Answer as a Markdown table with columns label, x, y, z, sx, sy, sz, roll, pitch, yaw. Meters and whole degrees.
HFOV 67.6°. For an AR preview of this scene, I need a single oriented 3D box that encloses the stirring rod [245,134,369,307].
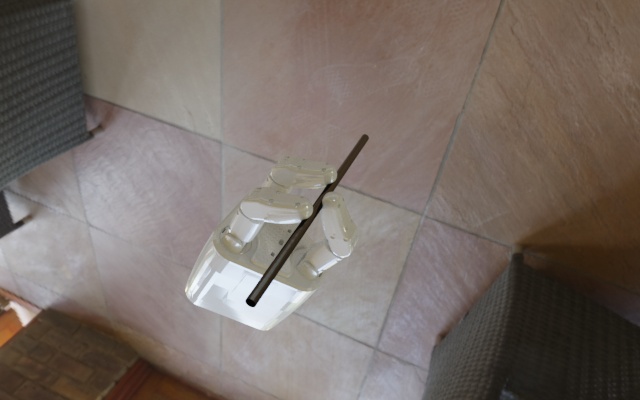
| label | x | y | z | sx | sy | sz | roll | pitch | yaw |
| --- | --- | --- | --- | --- | --- | --- | --- | --- | --- |
| stirring rod | 0.000 | 0.001 | 0.402 | 0.011 | 0.011 | 0.239 | 0 | 33 | 27 |
